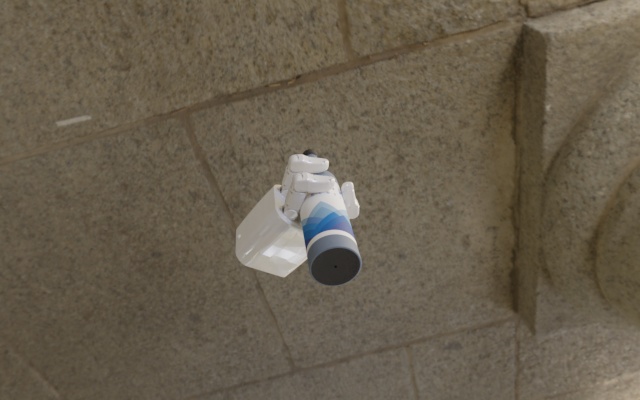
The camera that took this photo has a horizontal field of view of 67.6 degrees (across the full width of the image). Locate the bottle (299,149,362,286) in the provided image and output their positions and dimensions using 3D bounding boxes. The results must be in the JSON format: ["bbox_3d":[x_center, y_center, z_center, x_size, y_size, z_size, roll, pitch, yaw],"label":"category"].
[{"bbox_3d":[0.000,0.002,0.714,0.069,0.069,0.295,0,33,-9],"label":"bottle"}]
